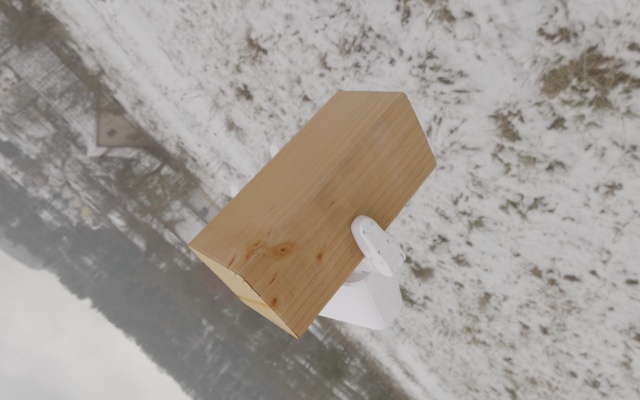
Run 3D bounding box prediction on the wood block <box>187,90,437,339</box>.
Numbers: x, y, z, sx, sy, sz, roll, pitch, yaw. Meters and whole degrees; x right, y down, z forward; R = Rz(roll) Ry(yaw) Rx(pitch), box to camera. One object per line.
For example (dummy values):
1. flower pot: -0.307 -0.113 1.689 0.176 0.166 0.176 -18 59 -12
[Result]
1. wood block: 0.000 0.002 0.423 0.091 0.206 0.090 17 -31 48
